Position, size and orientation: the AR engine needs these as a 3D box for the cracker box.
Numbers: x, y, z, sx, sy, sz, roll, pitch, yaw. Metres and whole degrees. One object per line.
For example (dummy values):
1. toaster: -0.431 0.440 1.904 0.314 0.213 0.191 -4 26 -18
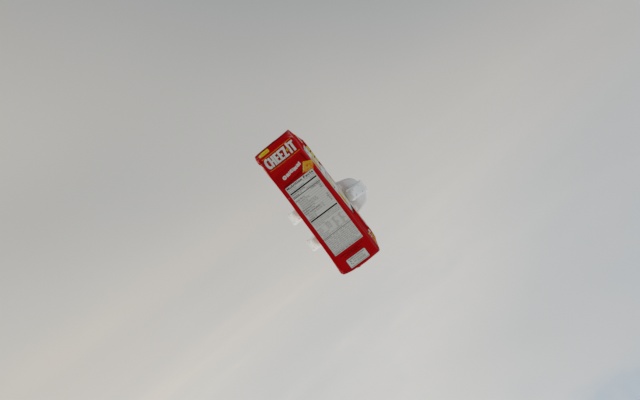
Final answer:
1. cracker box: 0.000 0.002 0.740 0.072 0.213 0.164 -37 -1 5
